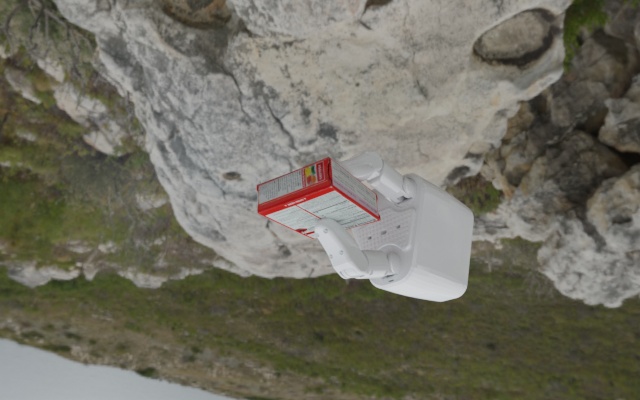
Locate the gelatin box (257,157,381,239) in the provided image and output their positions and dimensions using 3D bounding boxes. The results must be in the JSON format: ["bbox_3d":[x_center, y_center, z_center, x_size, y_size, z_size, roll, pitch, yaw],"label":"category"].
[{"bbox_3d":[0.000,0.002,0.414,0.073,0.030,0.089,-19,-28,27],"label":"gelatin box"}]
